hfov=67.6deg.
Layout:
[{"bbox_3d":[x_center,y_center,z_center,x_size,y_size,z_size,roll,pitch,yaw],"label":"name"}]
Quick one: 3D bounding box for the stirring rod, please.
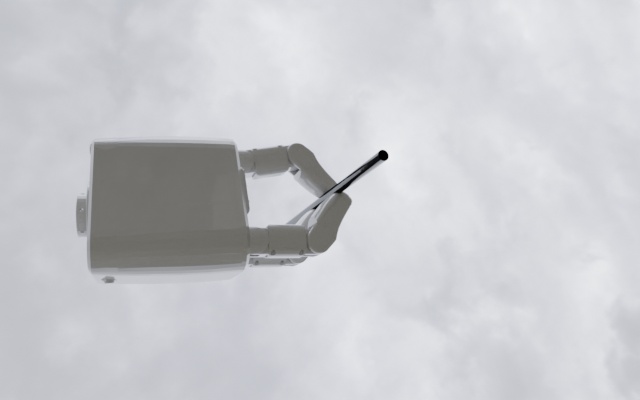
[{"bbox_3d":[0.000,0.001,0.423,0.011,0.011,0.239,0,-15,-21],"label":"stirring rod"}]
